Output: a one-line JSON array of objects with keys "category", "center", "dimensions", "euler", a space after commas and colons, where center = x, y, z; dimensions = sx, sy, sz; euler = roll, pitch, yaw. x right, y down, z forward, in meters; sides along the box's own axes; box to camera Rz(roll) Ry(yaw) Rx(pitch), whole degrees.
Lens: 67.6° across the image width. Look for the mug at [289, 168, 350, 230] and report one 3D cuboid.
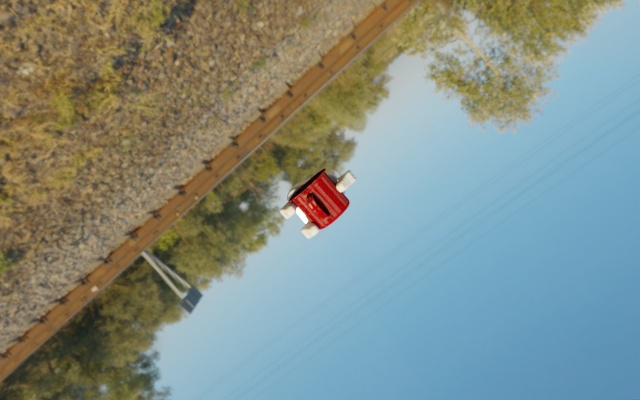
[{"category": "mug", "center": [0.000, 0.003, 0.885], "dimensions": [0.093, 0.081, 0.117], "euler": [-40, 8, 11]}]
